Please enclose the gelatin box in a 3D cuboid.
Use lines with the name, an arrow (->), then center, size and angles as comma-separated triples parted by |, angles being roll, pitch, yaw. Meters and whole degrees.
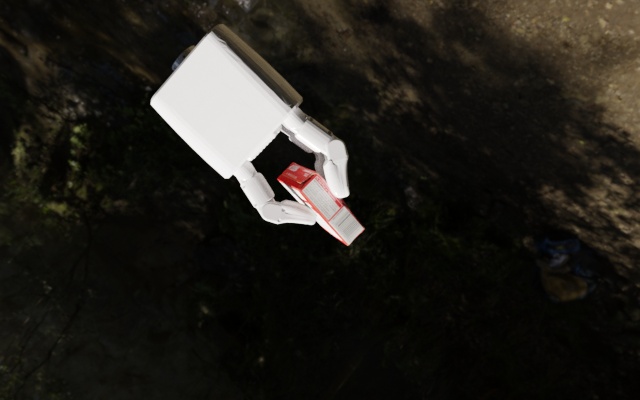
gelatin box -> 0.000, 0.002, 0.526 | 0.089, 0.030, 0.073 | 49, -8, -23
